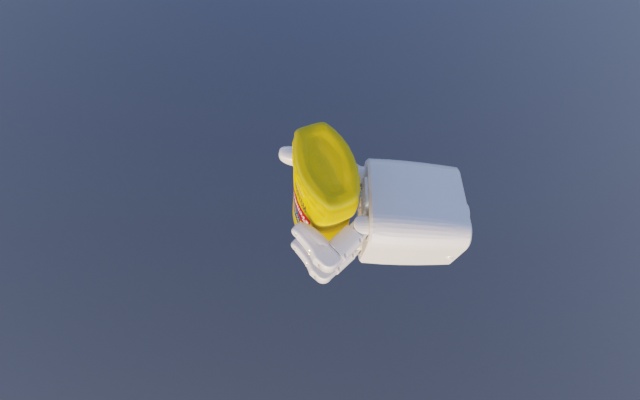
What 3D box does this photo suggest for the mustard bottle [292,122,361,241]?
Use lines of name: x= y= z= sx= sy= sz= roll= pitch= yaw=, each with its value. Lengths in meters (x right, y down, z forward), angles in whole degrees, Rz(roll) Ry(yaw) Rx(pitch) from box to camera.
mustard bottle: x=0.000 y=0.002 z=0.532 sx=0.058 sy=0.096 sz=0.192 roll=-19 pitch=-20 yaw=-11
